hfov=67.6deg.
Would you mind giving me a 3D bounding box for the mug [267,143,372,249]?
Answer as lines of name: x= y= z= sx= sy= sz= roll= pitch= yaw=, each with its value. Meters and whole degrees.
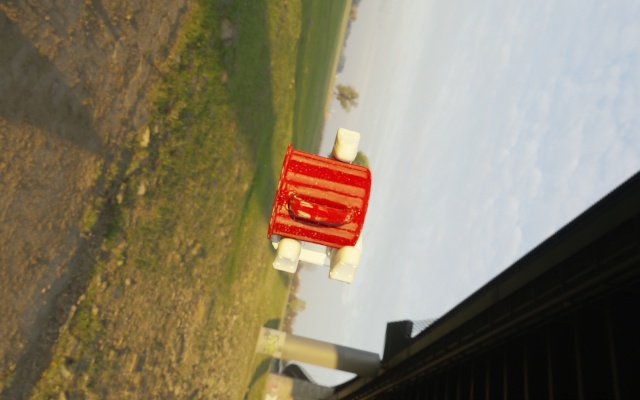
mug: x=0.000 y=0.002 z=0.438 sx=0.081 sy=0.093 sz=0.117 roll=13 pitch=6 yaw=-3
